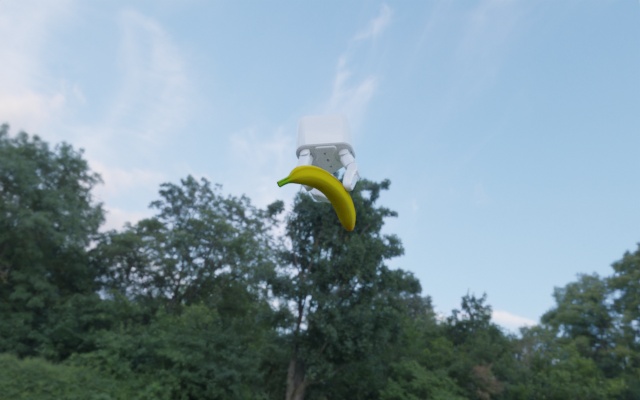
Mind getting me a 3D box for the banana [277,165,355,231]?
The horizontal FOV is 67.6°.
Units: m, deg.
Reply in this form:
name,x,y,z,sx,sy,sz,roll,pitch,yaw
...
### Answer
name,x,y,z,sx,sy,sz,roll,pitch,yaw
banana,0.010,-0.012,0.869,0.198,0.069,0.037,34,16,-34
